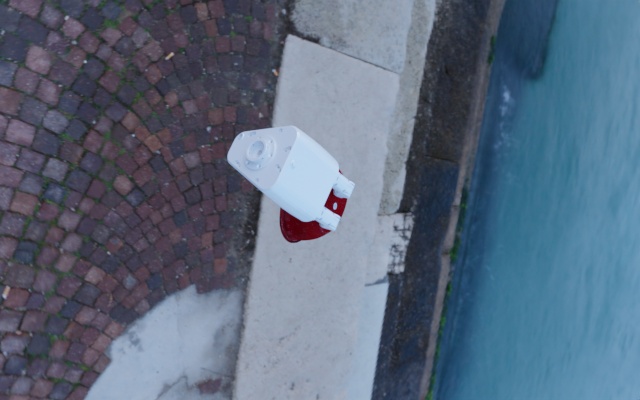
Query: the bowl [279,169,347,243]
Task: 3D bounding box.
[{"bbox_3d":[0.001,0.003,0.787,0.055,0.162,0.162,20,8,24],"label":"bowl"}]
